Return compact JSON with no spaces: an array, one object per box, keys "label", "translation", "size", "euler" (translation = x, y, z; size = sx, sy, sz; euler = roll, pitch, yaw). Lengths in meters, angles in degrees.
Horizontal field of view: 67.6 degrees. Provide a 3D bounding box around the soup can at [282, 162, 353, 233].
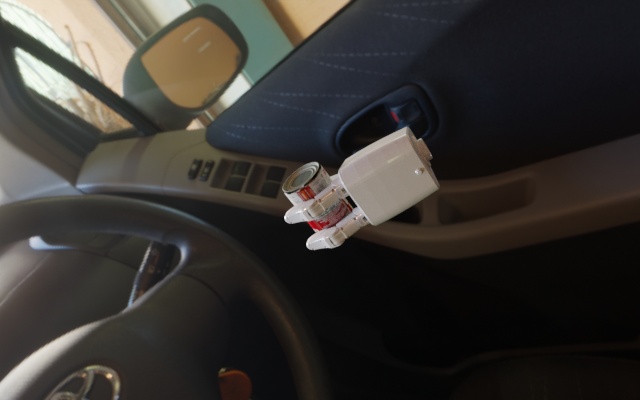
[{"label":"soup can","translation":[0.000,0.002,0.702],"size":[0.068,0.102,0.068],"euler":[-30,26,16]}]
